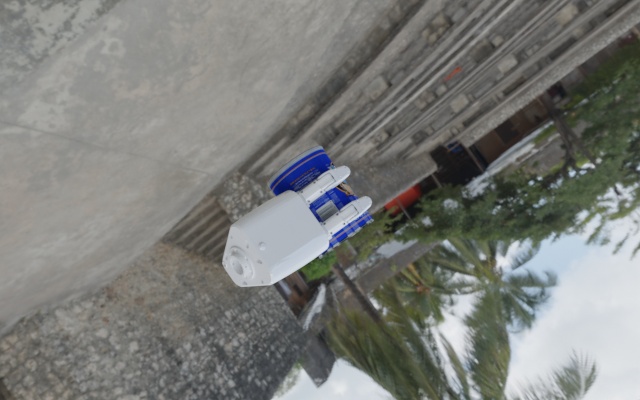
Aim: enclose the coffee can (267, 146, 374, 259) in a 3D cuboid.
[{"bbox_3d":[0.000,0.002,0.730,0.103,0.140,0.103,-35,-5,-4],"label":"coffee can"}]
